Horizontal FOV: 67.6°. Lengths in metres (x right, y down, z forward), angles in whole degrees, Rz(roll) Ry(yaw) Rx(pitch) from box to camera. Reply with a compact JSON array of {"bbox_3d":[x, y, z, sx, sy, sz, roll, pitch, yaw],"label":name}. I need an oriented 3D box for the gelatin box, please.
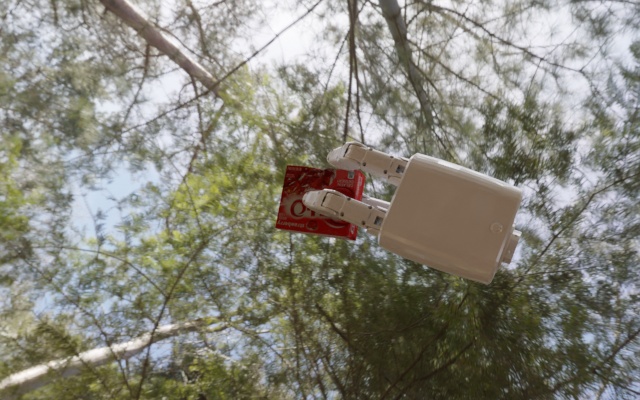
[{"bbox_3d":[0.000,0.002,0.523,0.089,0.073,0.030,6,-9,24],"label":"gelatin box"}]
